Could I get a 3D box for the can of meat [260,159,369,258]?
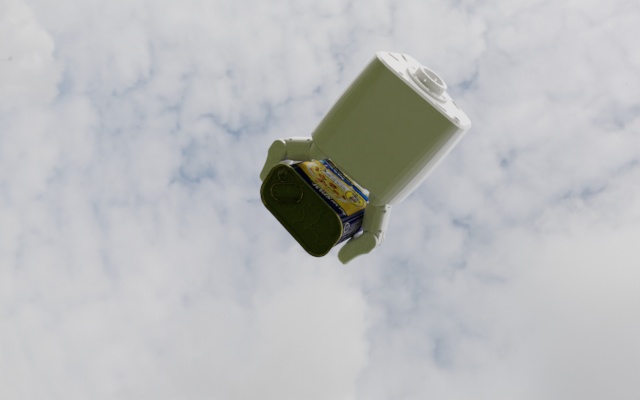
[{"bbox_3d":[0.000,0.002,0.514,0.102,0.057,0.084,46,32,15],"label":"can of meat"}]
